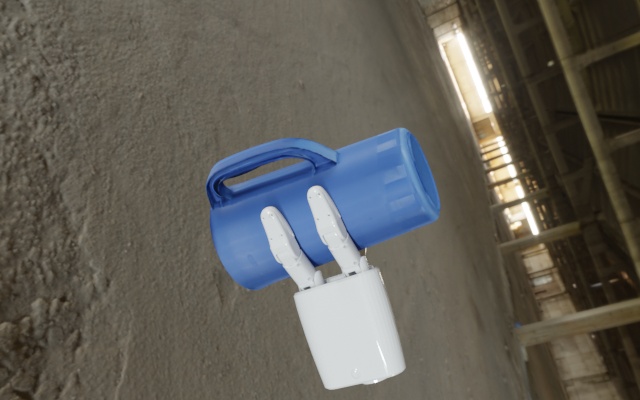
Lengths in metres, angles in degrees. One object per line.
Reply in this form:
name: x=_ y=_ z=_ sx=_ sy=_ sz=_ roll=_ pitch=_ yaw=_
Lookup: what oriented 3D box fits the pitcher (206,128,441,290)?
pitcher: x=0.000 y=0.002 z=0.544 sx=0.243 sy=0.145 sz=0.149 roll=-21 pitch=-10 yaw=21
